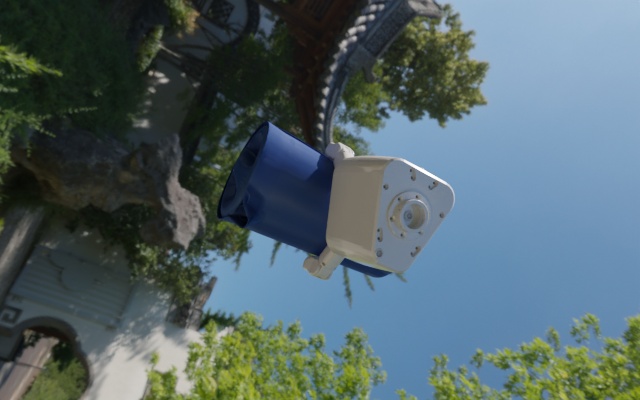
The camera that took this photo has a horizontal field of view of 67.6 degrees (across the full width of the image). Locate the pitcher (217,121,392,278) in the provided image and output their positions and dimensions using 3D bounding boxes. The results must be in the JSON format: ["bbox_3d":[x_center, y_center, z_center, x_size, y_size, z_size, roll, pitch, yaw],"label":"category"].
[{"bbox_3d":[0.000,0.002,0.630,0.243,0.149,0.145,27,-7,-21],"label":"pitcher"}]
